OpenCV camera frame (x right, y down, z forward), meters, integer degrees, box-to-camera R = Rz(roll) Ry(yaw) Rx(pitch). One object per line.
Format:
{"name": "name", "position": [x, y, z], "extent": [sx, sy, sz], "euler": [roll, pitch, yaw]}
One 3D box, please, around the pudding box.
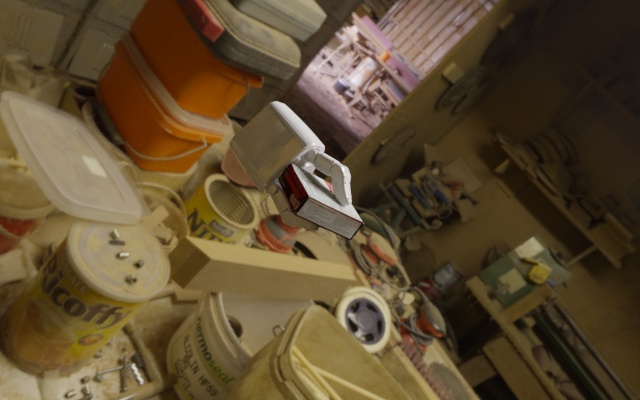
{"name": "pudding box", "position": [0.000, 0.002, 0.695], "extent": [0.113, 0.039, 0.090], "euler": [25, 24, -34]}
